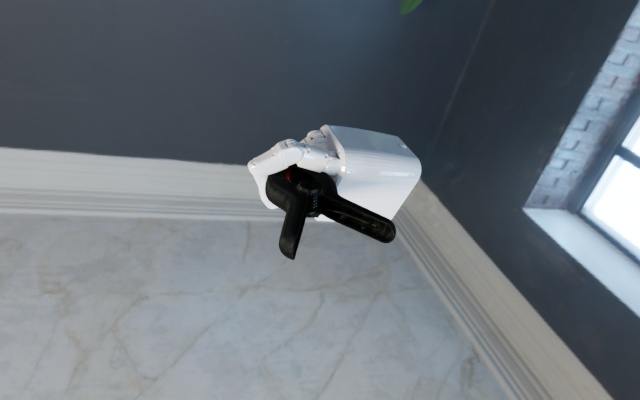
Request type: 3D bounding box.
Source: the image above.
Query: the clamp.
[{"bbox_3d":[0.000,0.002,0.504,0.120,0.039,0.171,3,32,-21],"label":"clamp"}]
